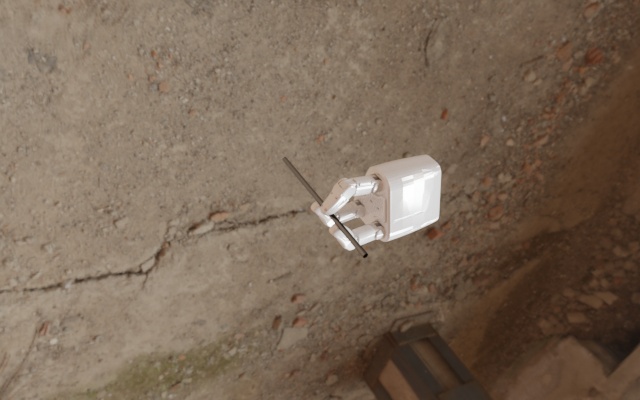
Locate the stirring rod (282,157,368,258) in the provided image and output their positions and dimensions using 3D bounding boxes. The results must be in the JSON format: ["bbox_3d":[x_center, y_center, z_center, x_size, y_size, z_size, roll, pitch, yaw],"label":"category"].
[{"bbox_3d":[0.000,0.002,0.705,0.011,0.011,0.239,0,36,-37],"label":"stirring rod"}]
